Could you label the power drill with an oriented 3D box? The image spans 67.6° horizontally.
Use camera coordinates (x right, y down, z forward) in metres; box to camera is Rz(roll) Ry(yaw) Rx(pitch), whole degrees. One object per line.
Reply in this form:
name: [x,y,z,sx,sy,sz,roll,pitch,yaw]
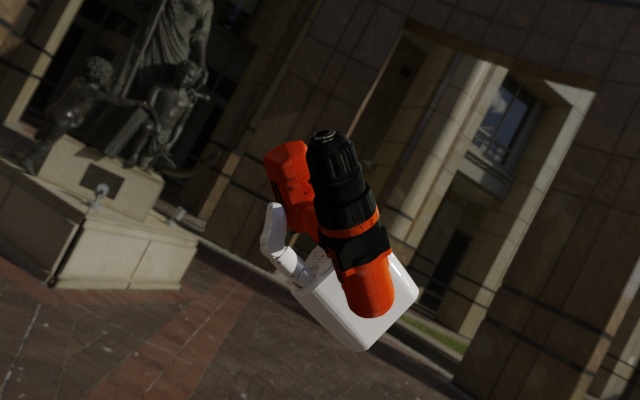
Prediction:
power drill: [0.000,0.002,0.468,0.057,0.184,0.187,-22,28,-13]
